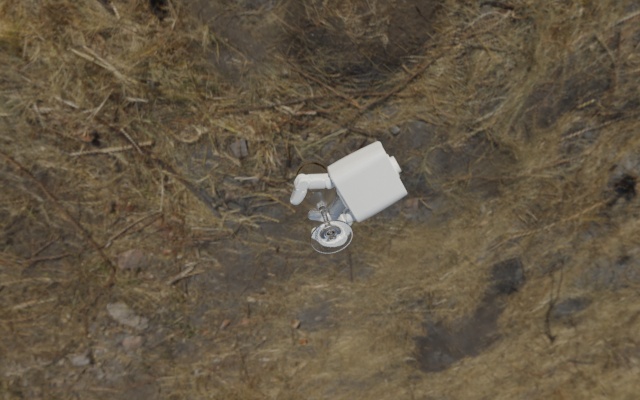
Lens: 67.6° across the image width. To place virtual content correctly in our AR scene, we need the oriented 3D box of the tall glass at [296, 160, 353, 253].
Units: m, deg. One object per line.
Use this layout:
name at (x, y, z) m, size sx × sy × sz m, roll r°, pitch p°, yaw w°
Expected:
tall glass at (0.000, 0.003, 0.886) m, size 0.079 × 0.079 × 0.201 m, roll 0°, pitch 37°, yaw -14°
